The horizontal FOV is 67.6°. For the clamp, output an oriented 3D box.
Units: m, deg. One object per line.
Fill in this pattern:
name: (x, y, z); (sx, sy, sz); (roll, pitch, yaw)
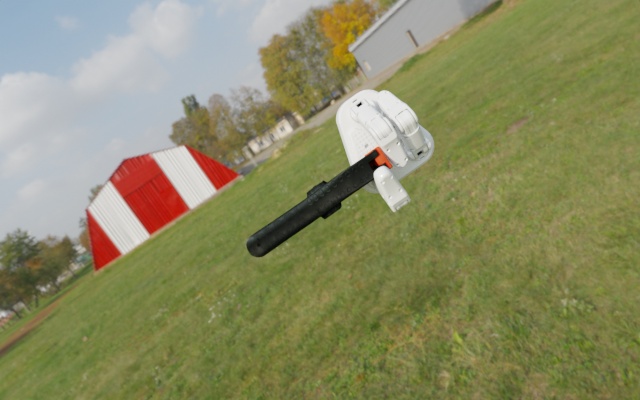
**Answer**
clamp: (0.000, 0.001, 0.529); (0.171, 0.039, 0.120); (-33, 6, 4)
